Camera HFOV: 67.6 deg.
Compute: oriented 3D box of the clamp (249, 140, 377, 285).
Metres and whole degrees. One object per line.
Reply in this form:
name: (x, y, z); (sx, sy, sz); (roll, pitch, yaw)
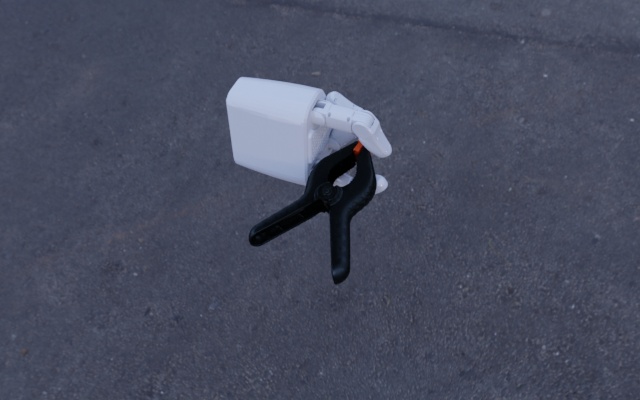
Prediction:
clamp: (0.000, 0.001, 0.523); (0.120, 0.171, 0.039); (16, -31, 18)
